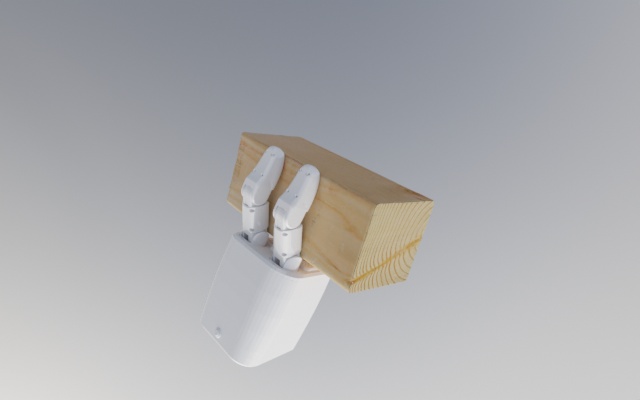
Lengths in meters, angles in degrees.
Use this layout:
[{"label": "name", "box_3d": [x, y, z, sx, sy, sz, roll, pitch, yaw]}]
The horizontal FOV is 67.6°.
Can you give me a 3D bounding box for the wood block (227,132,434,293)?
[{"label": "wood block", "box_3d": [0.000, 0.002, 0.504, 0.091, 0.090, 0.206, -1, 24, -45]}]
